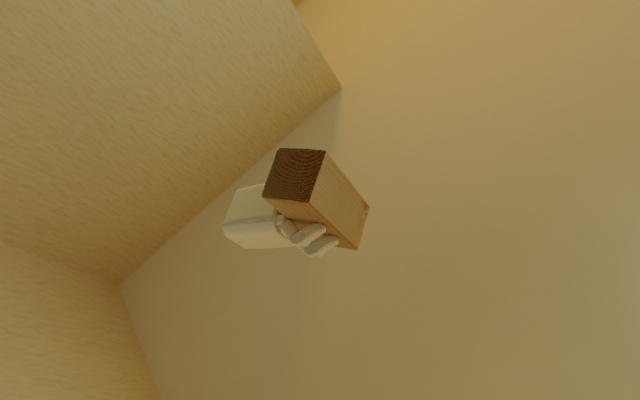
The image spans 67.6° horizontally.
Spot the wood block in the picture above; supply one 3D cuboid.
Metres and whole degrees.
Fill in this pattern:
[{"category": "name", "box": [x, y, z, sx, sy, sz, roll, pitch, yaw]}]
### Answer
[{"category": "wood block", "box": [0.000, 0.002, 0.809, 0.090, 0.090, 0.206, 6, -22, 29]}]
